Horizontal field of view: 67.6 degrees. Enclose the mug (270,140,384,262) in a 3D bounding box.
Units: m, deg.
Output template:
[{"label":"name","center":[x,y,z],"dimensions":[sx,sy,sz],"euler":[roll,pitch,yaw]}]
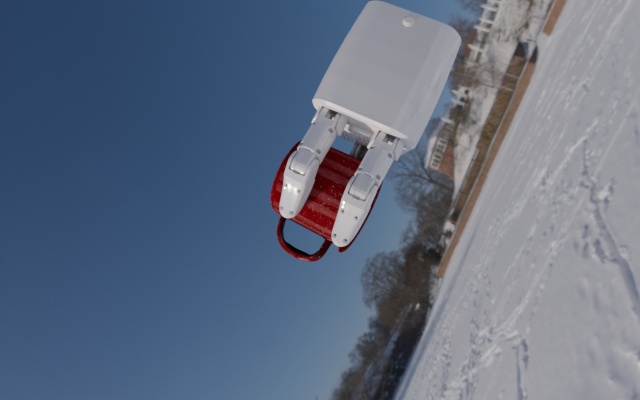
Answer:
[{"label":"mug","center":[-0.001,0.003,0.461],"dimensions":[0.081,0.117,0.093],"euler":[26,-6,15]}]
